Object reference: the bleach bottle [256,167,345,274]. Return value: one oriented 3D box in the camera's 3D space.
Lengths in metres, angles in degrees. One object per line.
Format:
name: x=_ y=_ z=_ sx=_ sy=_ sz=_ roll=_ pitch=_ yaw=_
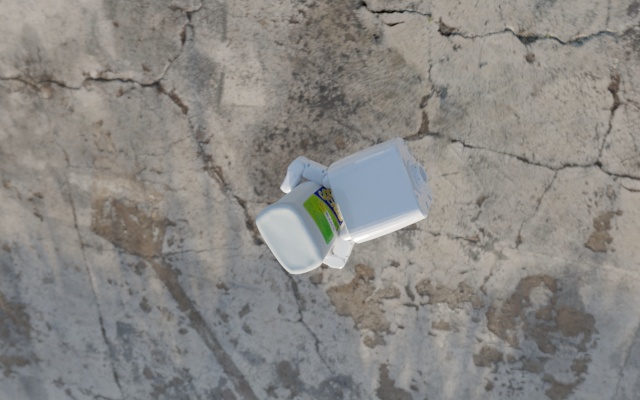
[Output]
bleach bottle: x=0.000 y=0.002 z=0.705 sx=0.068 sy=0.102 sz=0.250 roll=-23 pitch=14 yaw=27
